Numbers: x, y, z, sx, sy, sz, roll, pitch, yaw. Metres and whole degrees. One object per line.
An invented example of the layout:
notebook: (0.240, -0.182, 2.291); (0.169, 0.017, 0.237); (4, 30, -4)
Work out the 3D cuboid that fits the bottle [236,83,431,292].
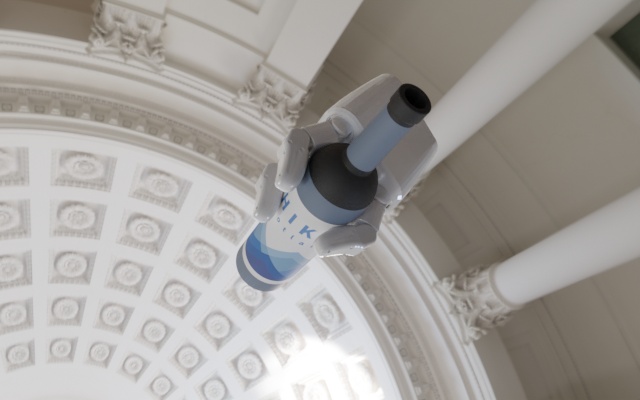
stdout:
bottle: (0.000, 0.002, 0.439); (0.069, 0.069, 0.296); (0, -29, -31)
